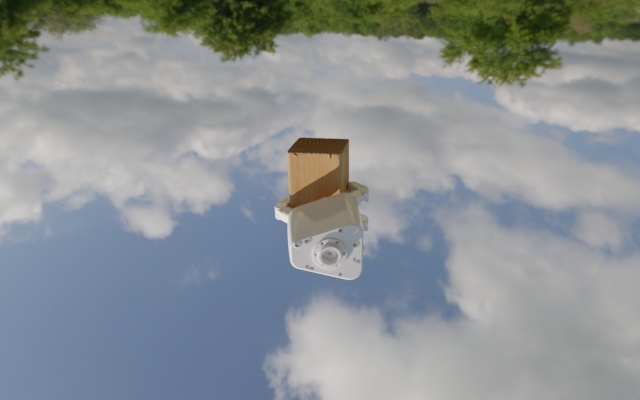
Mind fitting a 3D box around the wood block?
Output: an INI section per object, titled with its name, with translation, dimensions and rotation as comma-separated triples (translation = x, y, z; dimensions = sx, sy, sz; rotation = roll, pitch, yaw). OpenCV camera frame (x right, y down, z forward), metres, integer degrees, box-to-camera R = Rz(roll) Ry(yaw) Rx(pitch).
[wood block]
translation = 0.000, 0.003, 0.827
dimensions = 0.091, 0.206, 0.090
rotation = 4, 24, 11
